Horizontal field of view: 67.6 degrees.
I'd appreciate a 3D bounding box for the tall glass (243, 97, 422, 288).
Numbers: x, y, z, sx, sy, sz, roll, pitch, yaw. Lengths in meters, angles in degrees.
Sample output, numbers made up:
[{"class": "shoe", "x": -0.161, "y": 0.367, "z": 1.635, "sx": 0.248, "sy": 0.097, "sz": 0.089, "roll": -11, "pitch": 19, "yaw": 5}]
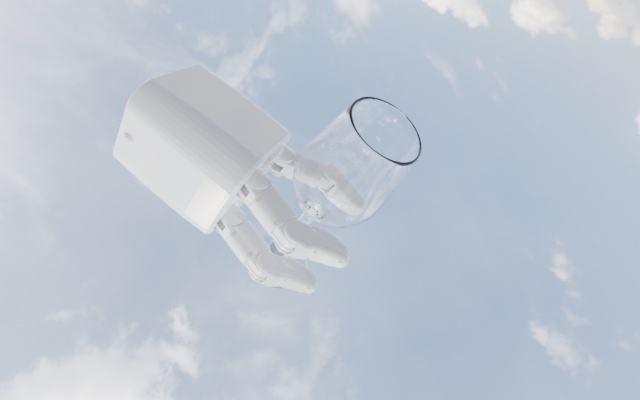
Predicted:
[{"class": "tall glass", "x": 0.000, "y": 0.002, "z": 0.410, "sx": 0.079, "sy": 0.079, "sz": 0.201, "roll": 0, "pitch": -31, "yaw": -34}]
